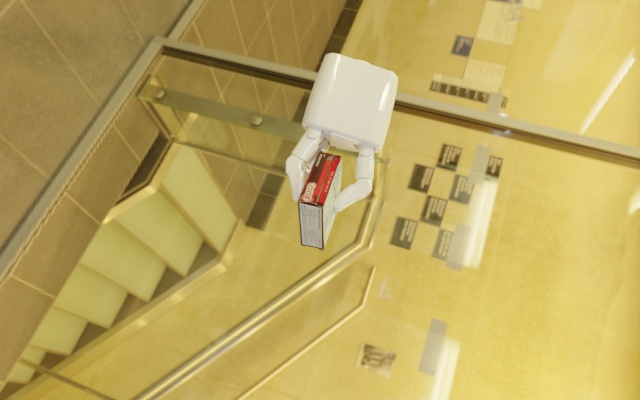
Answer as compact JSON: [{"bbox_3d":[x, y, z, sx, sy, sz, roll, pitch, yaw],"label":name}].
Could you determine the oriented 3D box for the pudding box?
[{"bbox_3d":[0.000,0.002,0.658,0.039,0.090,0.114,14,-34,12],"label":"pudding box"}]
